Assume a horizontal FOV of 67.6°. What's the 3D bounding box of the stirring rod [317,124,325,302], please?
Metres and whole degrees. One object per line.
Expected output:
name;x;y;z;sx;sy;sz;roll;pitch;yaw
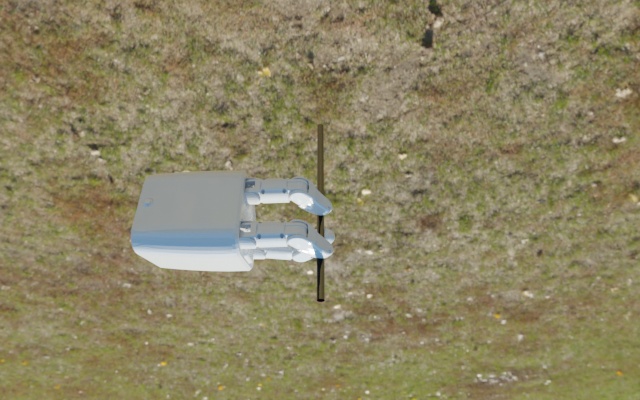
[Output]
stirring rod;0.000;0.002;0.545;0.011;0.239;0.011;0;-36;0
